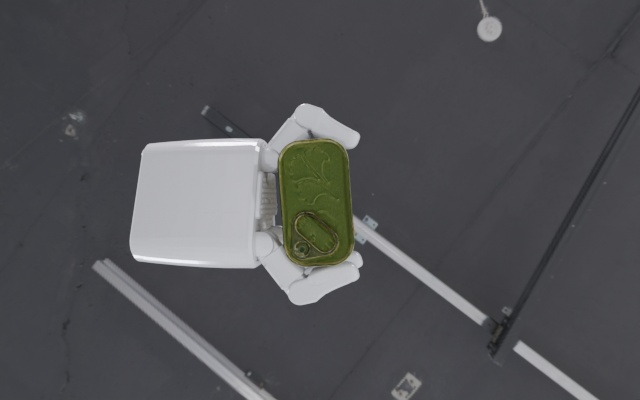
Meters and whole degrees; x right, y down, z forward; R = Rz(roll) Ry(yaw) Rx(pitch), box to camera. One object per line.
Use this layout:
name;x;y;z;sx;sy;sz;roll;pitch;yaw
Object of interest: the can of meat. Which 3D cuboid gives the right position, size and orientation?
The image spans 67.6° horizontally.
can of meat;0.000;0.001;0.420;0.057;0.102;0.084;-4;0;6
